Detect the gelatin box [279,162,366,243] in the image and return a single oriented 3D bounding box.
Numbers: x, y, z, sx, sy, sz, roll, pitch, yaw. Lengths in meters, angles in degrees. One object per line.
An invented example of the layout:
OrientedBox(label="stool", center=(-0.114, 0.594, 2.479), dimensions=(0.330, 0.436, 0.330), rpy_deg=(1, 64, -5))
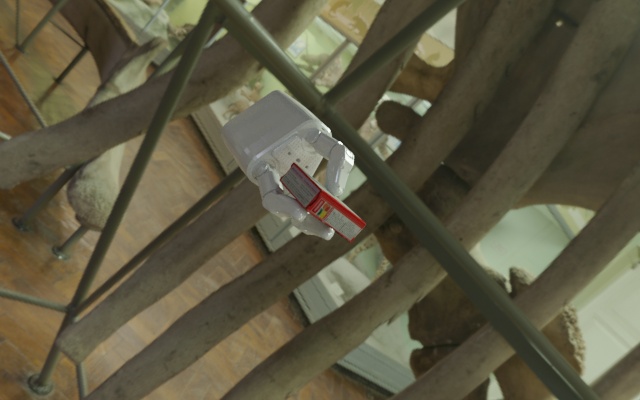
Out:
OrientedBox(label="gelatin box", center=(0.001, 0.002, 0.531), dimensions=(0.073, 0.030, 0.089), rpy_deg=(38, 3, -33))
